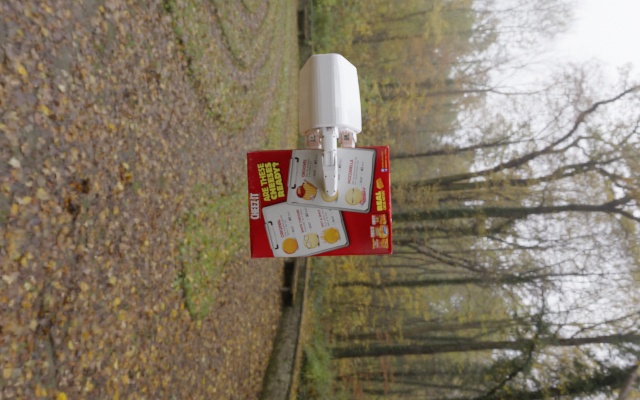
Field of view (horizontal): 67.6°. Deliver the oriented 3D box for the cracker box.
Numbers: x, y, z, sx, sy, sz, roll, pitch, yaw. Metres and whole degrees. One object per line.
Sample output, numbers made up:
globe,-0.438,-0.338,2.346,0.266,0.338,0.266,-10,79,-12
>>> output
cracker box,0.000,0.002,0.740,0.214,0.164,0.072,-2,0,3
